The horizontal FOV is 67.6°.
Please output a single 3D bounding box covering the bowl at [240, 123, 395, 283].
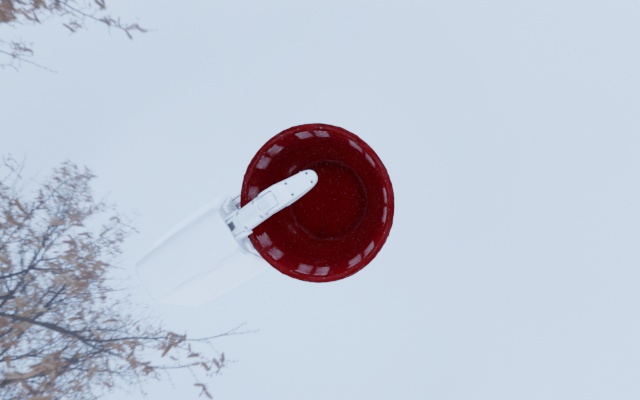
[{"bbox_3d":[0.001,0.001,0.503,0.162,0.162,0.055,0,4,16],"label":"bowl"}]
